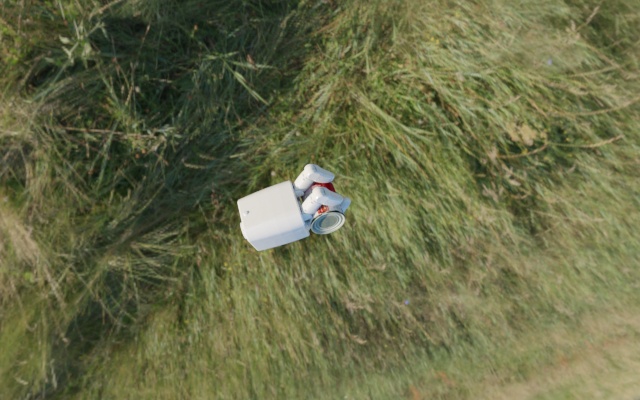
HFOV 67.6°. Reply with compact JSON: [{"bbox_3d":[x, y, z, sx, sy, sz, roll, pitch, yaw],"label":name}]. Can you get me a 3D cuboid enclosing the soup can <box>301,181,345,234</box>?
[{"bbox_3d":[0.001,0.003,0.889,0.068,0.102,0.069,-13,-37,-10],"label":"soup can"}]
